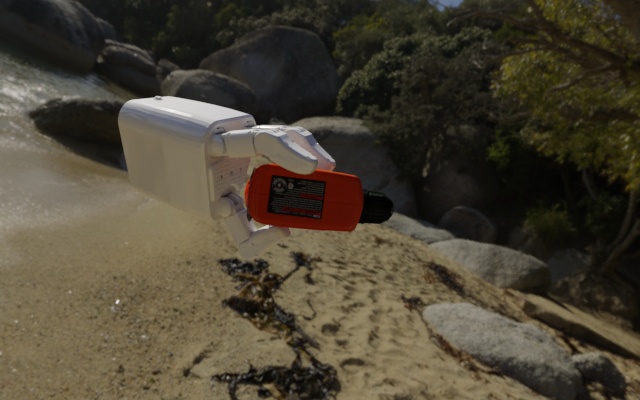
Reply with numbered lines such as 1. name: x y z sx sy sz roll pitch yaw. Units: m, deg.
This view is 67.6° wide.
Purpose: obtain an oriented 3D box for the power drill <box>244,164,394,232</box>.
1. power drill: 0.000 0.002 0.522 0.184 0.057 0.187 5 -2 -1
